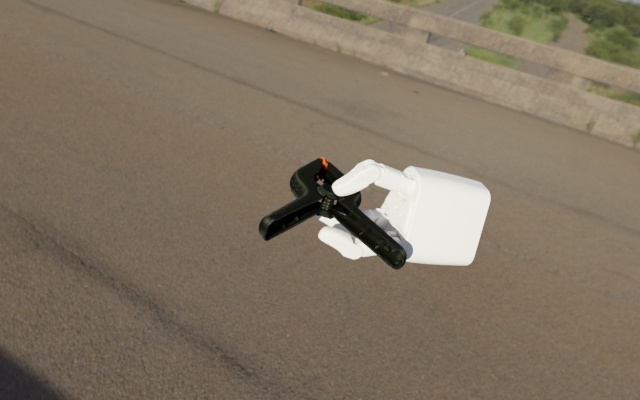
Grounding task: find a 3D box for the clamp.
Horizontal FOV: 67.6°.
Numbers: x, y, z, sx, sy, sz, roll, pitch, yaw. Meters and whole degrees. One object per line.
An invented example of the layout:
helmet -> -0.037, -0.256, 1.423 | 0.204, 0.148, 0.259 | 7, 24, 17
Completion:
clamp -> 0.000, 0.001, 0.579 | 0.164, 0.036, 0.209 | 11, 28, -19
